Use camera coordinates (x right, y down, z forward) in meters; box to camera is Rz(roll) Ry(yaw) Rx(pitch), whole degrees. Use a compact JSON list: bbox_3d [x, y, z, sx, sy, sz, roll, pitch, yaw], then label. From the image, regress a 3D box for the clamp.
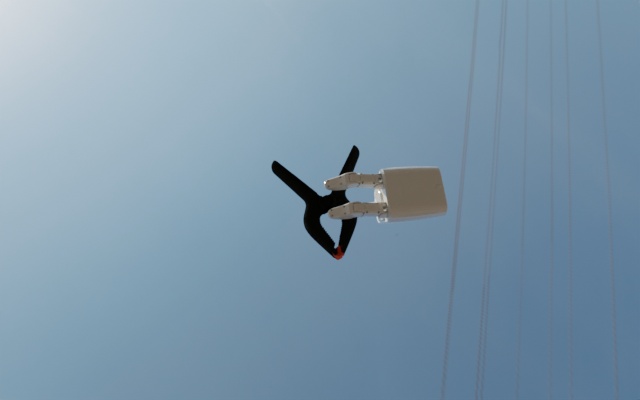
[{"bbox_3d":[0.000,0.004,0.850,0.164,0.210,0.036,-6,-20,-3],"label":"clamp"}]
